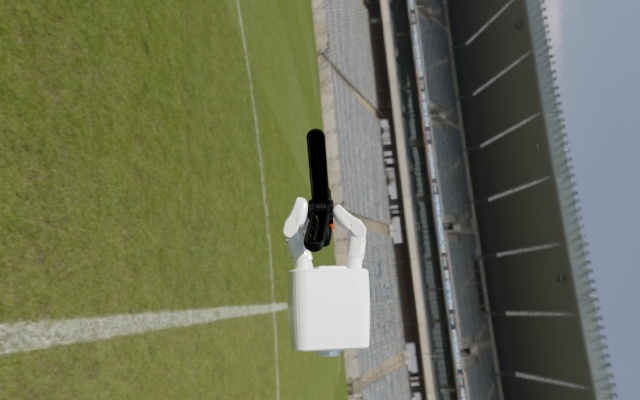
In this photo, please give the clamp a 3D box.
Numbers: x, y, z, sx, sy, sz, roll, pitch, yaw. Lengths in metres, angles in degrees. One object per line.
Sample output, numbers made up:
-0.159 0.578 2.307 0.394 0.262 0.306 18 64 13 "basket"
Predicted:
0.001 0.003 0.689 0.036 0.164 0.210 0 -12 5 "clamp"
